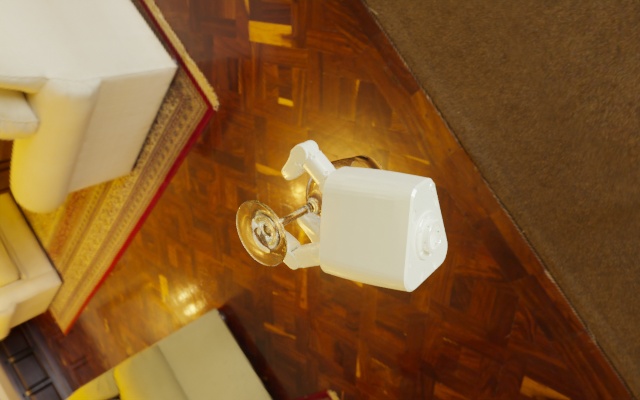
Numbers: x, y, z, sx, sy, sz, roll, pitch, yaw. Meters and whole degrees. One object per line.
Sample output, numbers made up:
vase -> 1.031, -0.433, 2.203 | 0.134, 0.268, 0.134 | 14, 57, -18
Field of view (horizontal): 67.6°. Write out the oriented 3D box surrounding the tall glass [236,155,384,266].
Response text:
tall glass -> 0.000, 0.002, 0.568 | 0.079, 0.079, 0.201 | 0, 20, 42
